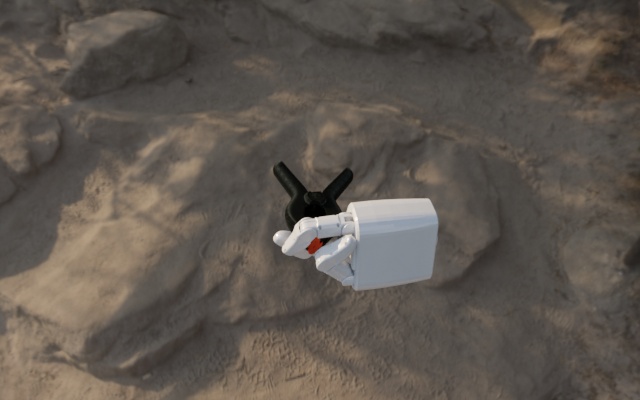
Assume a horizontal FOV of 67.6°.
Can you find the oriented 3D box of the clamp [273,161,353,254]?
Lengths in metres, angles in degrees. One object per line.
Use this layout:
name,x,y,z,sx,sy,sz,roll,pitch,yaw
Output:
clamp,0.000,0.002,0.673,0.120,0.171,0.039,-5,-44,-8
